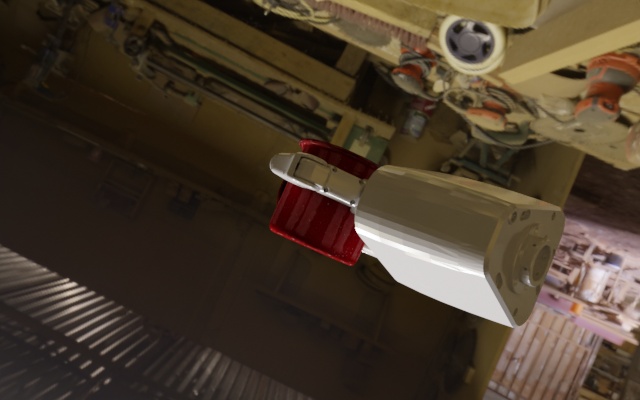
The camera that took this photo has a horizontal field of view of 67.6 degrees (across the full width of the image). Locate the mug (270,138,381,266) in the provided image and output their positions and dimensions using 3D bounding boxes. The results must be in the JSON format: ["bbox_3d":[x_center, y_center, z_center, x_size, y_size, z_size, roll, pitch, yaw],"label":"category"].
[{"bbox_3d":[-0.001,0.001,0.419,0.117,0.081,0.093,18,-8,46],"label":"mug"}]
